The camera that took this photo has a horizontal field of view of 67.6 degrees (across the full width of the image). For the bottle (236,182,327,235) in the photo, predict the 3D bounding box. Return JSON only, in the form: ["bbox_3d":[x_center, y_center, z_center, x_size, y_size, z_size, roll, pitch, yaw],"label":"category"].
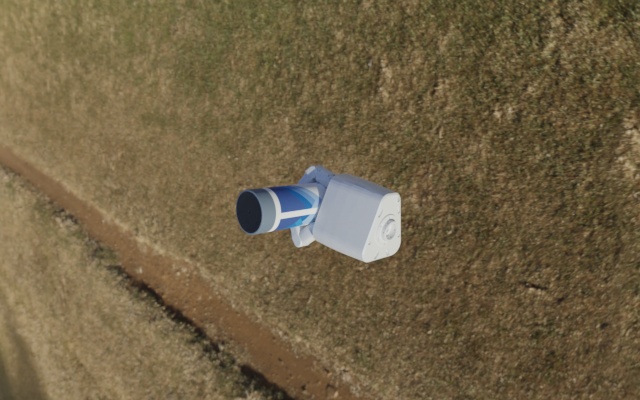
[{"bbox_3d":[0.000,0.003,0.796,0.295,0.069,0.069,-8,5,-44],"label":"bottle"}]
